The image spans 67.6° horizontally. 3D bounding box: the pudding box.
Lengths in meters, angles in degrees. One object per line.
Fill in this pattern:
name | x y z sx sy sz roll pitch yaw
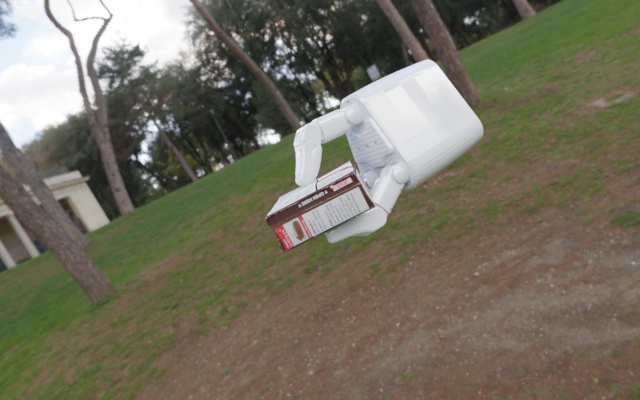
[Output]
pudding box | 0.000 0.001 0.452 0.090 0.039 0.113 -28 6 6
